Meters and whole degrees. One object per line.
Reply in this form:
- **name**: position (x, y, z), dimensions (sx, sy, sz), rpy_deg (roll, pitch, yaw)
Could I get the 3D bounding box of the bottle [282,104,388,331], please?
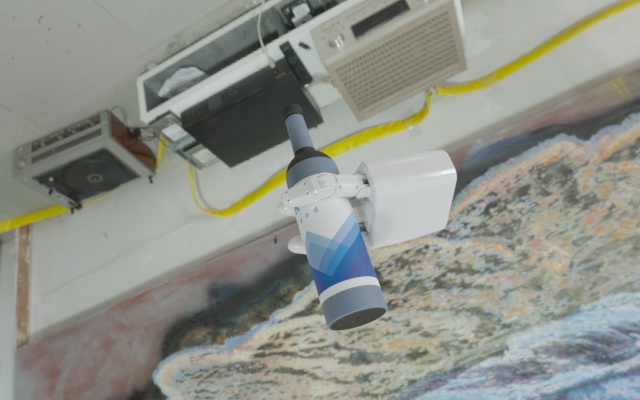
- **bottle**: position (0.000, 0.002, 0.571), dimensions (0.069, 0.295, 0.069), rpy_deg (-14, -29, -8)
